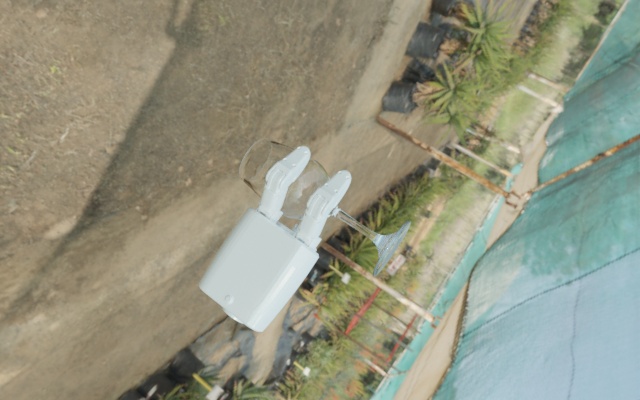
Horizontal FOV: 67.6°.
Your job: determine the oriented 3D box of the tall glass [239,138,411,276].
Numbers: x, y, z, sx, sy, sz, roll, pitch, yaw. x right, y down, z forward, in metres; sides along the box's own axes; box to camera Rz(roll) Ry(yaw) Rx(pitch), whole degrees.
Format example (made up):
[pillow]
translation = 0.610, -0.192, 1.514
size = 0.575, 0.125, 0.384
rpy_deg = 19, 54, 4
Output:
[tall glass]
translation = 0.001, 0.002, 0.559
size = 0.201, 0.079, 0.079
rpy_deg = 33, 10, 16
